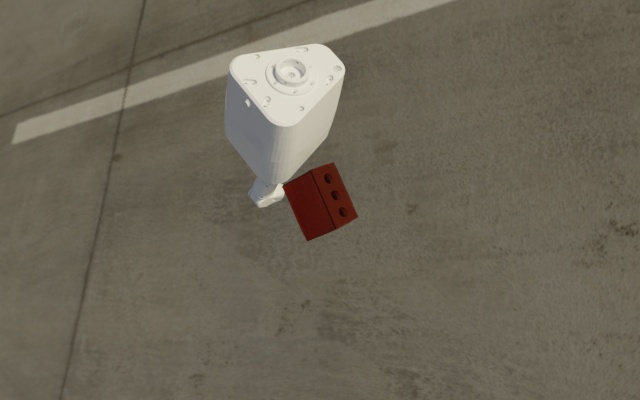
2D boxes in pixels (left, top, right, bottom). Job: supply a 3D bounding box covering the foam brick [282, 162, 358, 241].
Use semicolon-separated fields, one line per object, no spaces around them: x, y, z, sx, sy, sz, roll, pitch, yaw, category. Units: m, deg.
0.000;0.002;0.585;0.051;0.078;0.053;-25;0;37;foam brick
